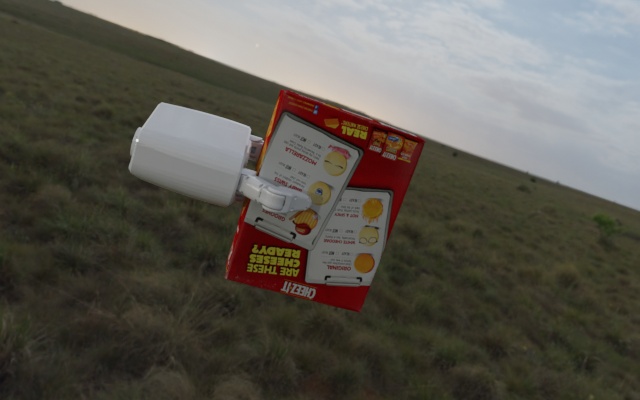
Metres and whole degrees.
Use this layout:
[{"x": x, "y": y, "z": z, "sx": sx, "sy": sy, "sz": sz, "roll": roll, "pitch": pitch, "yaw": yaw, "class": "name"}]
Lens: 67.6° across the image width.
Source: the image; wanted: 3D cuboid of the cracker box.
[{"x": 0.000, "y": 0.002, "z": 0.546, "sx": 0.164, "sy": 0.214, "sz": 0.072, "roll": 17, "pitch": 12, "yaw": -12, "class": "cracker box"}]
